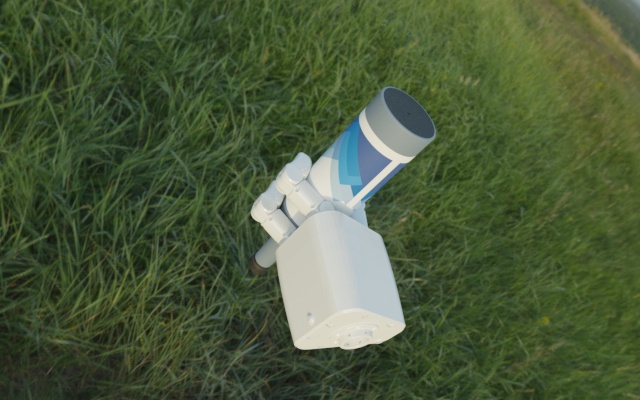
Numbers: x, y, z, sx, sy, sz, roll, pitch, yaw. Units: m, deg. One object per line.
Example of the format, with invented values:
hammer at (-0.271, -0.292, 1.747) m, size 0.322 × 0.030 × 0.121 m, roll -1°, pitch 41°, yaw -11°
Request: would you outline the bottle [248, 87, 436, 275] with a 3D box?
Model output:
bottle at (0.000, 0.002, 0.531) m, size 0.069 × 0.069 × 0.296 m, roll 0°, pitch -34°, yaw -43°
